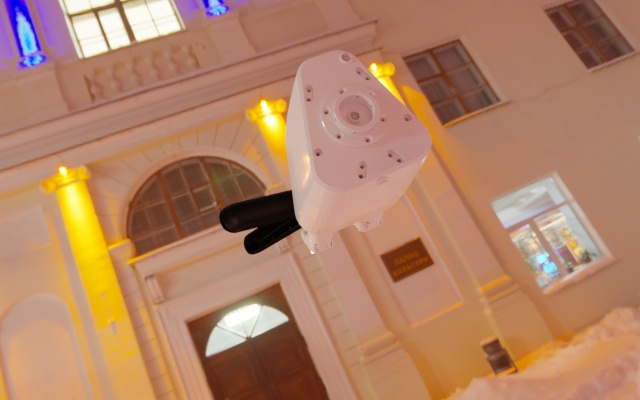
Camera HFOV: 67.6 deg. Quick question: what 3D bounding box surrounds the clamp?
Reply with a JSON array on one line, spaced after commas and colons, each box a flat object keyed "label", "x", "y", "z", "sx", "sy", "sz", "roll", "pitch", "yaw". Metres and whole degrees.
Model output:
[{"label": "clamp", "x": 0.000, "y": 0.001, "z": 0.501, "sx": 0.210, "sy": 0.036, "sz": 0.164, "roll": -22, "pitch": -11, "yaw": -13}]
